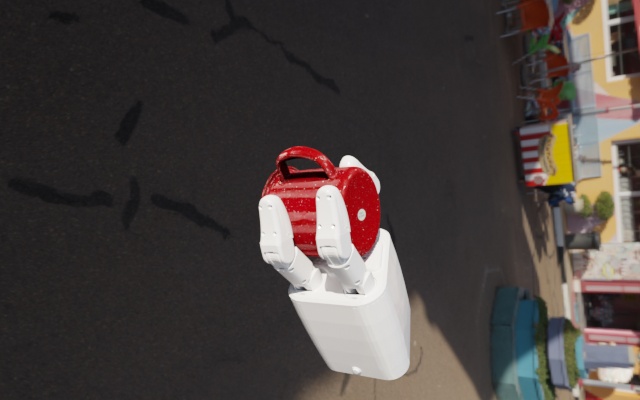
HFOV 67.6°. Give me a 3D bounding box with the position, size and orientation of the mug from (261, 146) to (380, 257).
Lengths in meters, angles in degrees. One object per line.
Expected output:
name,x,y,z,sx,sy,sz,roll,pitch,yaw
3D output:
mug,0.000,0.000,0.440,0.081,0.117,0.093,-3,33,32
